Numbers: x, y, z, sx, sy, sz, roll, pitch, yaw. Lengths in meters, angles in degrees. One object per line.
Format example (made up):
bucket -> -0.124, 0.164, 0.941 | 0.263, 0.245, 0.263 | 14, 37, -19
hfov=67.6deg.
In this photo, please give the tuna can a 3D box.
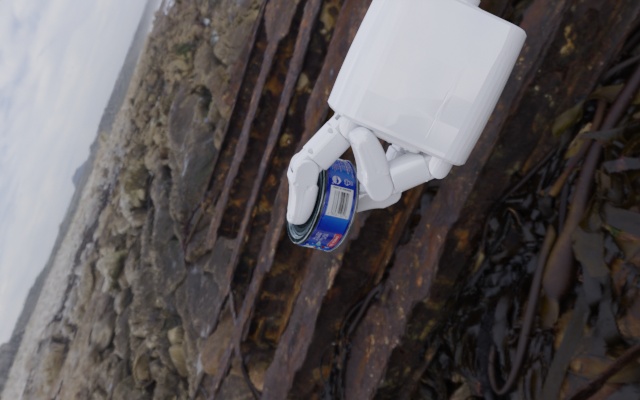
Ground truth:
tuna can -> 0.000, 0.001, 0.431 | 0.034, 0.086, 0.086 | 13, -5, -22
